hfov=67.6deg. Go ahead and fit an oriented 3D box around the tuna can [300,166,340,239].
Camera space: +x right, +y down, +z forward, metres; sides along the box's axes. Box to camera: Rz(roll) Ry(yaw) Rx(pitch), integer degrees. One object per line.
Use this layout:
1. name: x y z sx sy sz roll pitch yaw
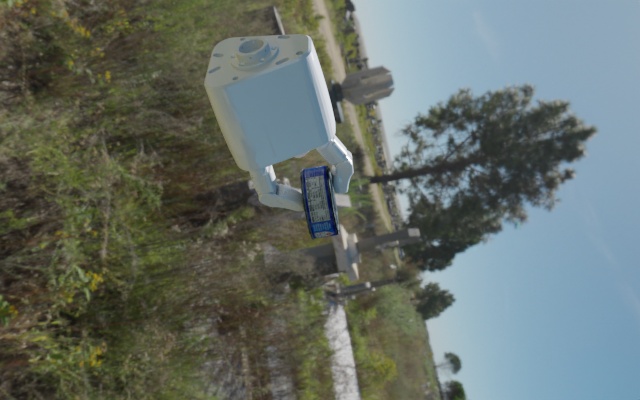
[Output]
1. tuna can: 0.001 0.002 0.571 0.034 0.086 0.086 -9 -1 4
